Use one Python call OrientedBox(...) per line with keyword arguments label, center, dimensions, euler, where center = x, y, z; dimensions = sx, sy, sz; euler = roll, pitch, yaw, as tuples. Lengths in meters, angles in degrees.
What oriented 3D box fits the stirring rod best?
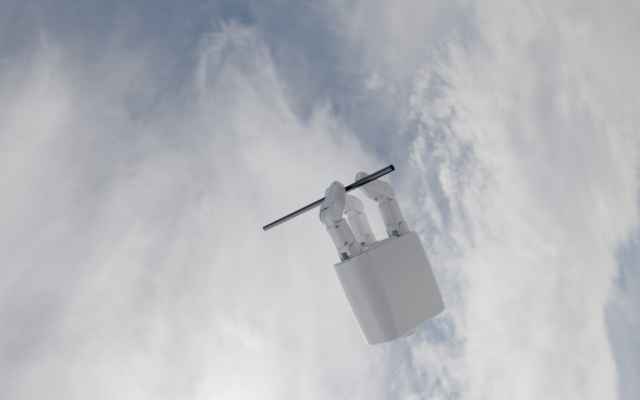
OrientedBox(label="stirring rod", center=(0.000, 0.002, 0.620), dimensions=(0.011, 0.011, 0.239), euler=(0, -19, -46))
